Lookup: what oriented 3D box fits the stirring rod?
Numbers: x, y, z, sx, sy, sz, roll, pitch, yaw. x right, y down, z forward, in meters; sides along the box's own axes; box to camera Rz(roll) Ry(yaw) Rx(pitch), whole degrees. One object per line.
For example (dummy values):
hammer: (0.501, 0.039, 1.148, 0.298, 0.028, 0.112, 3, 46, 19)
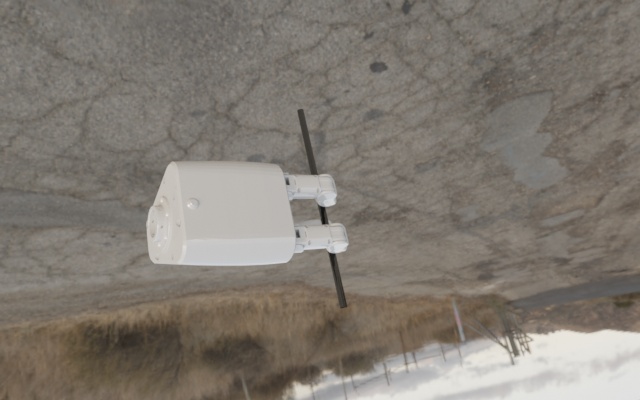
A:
stirring rod: (0.000, 0.002, 0.542, 0.011, 0.239, 0.011, -11, -19, -4)
